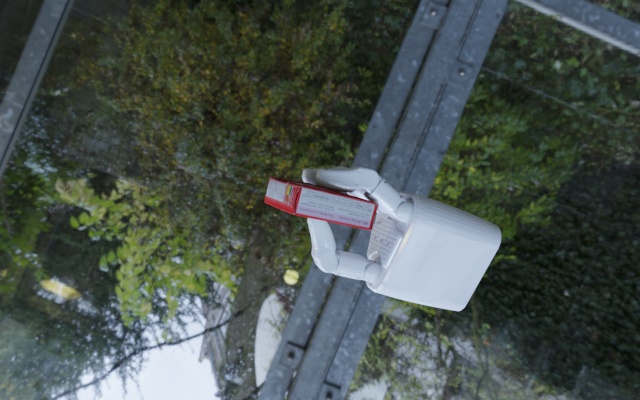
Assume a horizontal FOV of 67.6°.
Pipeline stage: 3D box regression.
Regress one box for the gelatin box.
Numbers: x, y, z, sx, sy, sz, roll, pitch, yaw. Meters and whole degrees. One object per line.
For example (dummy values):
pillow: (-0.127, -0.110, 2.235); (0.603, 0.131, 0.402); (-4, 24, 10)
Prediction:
gelatin box: (0.000, 0.002, 0.467); (0.089, 0.030, 0.073); (12, 3, -28)
